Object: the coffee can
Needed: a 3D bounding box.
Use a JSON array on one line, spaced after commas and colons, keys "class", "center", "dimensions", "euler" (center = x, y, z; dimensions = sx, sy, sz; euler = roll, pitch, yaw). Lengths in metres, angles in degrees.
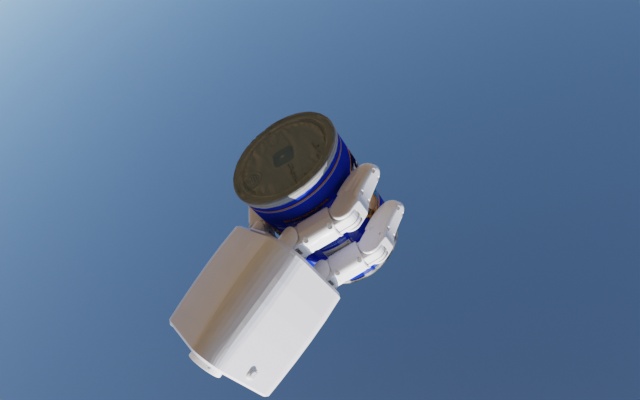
[{"class": "coffee can", "center": [0.000, 0.001, 0.453], "dimensions": [0.103, 0.102, 0.140], "euler": [0, -35, 36]}]
